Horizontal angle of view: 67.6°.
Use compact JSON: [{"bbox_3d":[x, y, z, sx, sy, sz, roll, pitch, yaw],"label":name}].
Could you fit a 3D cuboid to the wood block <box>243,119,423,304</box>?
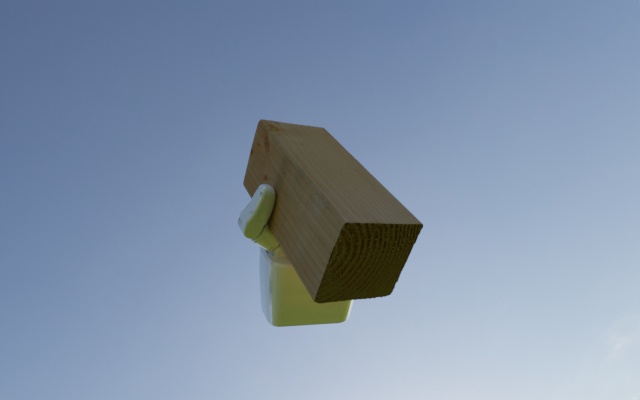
[{"bbox_3d":[0.000,0.002,0.502,0.091,0.090,0.206,1,31,-32],"label":"wood block"}]
